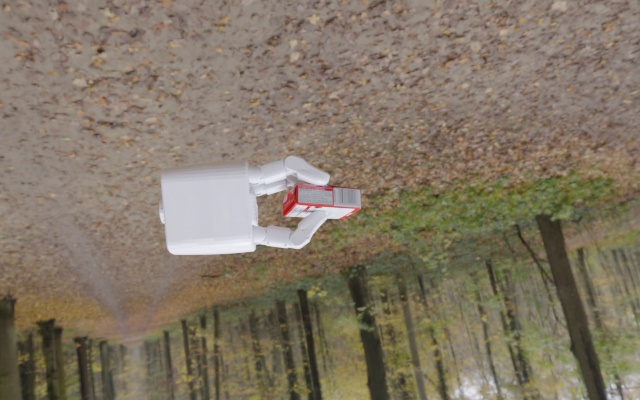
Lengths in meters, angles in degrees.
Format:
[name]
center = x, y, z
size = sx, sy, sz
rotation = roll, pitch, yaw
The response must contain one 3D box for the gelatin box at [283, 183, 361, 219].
[gelatin box]
center = 0.000, 0.003, 0.631
size = 0.089, 0.030, 0.073
rotation = 4, -14, -16
